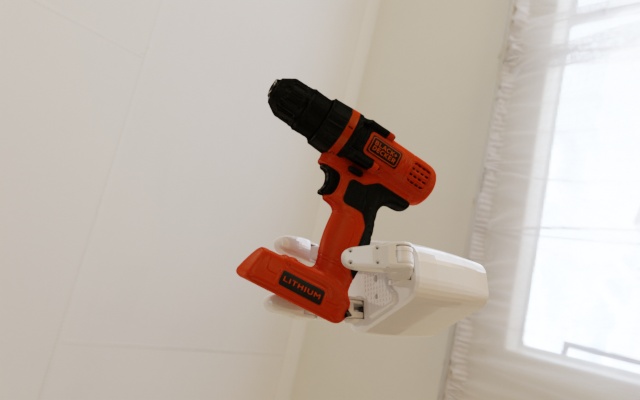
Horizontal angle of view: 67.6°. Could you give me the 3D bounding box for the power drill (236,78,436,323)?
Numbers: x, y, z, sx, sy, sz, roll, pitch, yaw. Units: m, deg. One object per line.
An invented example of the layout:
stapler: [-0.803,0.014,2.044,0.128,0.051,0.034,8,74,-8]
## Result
power drill: [0.000,0.002,0.440,0.184,0.187,0.057,31,-11,-12]
